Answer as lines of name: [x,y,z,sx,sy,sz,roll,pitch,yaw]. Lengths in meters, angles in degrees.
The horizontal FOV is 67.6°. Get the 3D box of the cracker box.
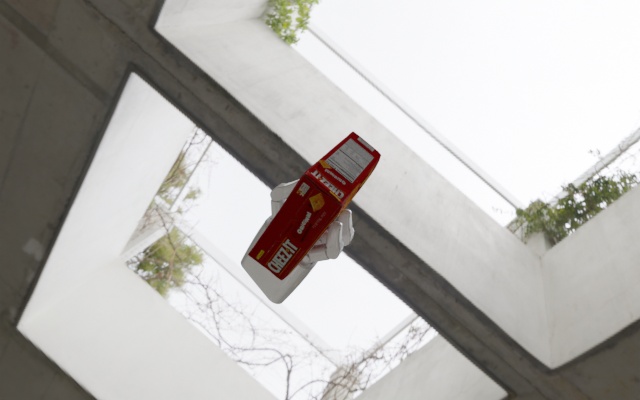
cracker box: [0.000,0.002,0.724,0.072,0.164,0.213,38,31,3]
